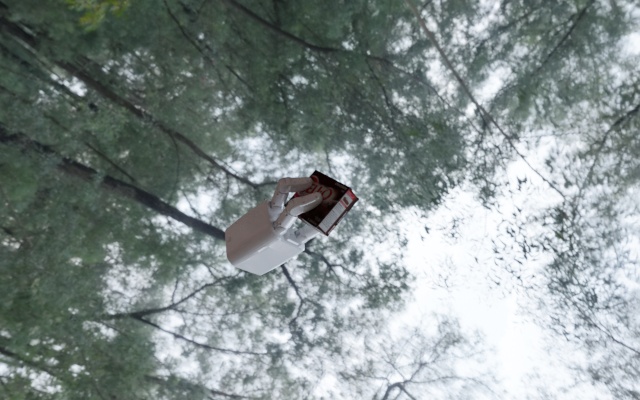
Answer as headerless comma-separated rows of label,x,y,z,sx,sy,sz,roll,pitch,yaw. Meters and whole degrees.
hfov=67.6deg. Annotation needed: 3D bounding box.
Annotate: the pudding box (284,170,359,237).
pudding box,0.000,0.003,0.834,0.113,0.090,0.039,31,-11,49
